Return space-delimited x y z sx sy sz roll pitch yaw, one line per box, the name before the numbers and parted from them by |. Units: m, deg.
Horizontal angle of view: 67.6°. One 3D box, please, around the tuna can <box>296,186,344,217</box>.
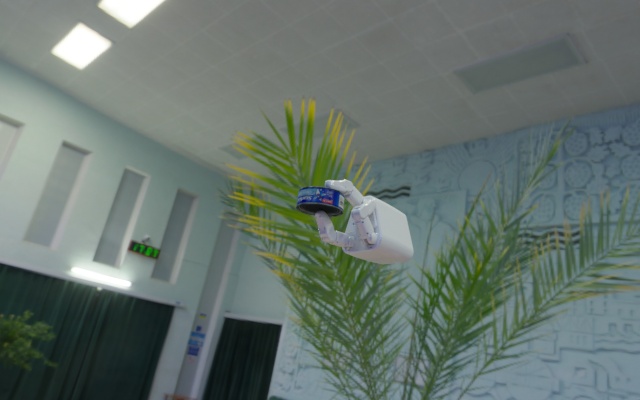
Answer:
tuna can | 0.000 0.002 0.864 0.086 0.033 0.086 6 -16 2
